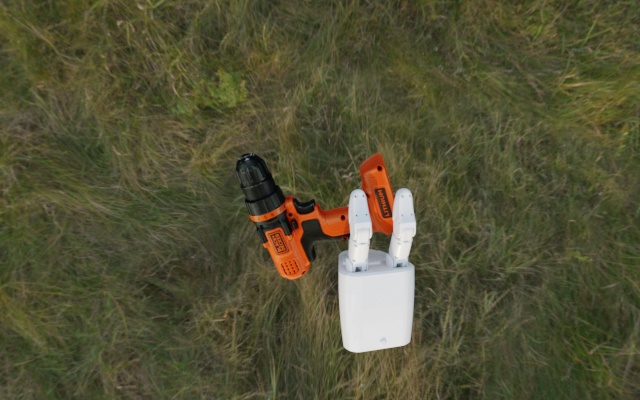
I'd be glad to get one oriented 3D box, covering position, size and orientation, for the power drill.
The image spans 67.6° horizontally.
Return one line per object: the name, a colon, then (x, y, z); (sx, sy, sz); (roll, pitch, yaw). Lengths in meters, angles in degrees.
power drill: (0.001, 0.002, 0.620); (0.187, 0.184, 0.057); (-17, 24, 10)
